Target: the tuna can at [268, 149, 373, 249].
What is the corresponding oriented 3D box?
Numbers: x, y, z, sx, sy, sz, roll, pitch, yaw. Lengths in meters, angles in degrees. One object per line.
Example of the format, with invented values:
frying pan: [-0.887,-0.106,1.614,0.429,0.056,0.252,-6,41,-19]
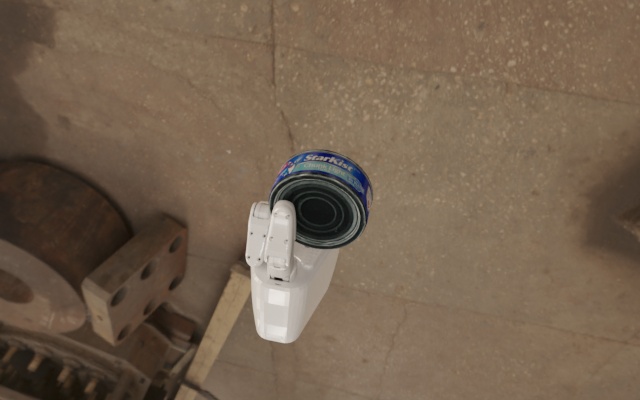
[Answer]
tuna can: [0.000,0.002,0.406,0.086,0.086,0.033,0,39,16]
